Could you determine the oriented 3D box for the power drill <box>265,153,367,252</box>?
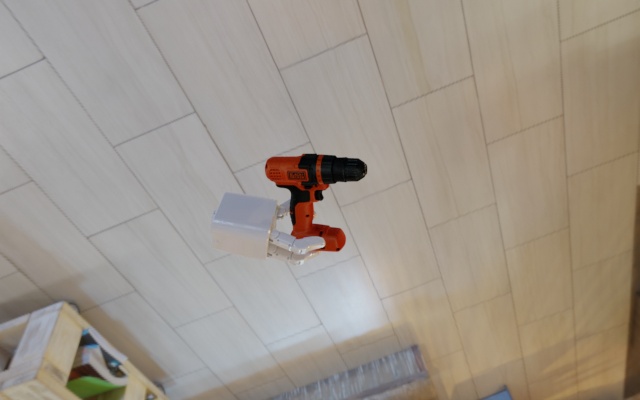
[{"bbox_3d":[0.000,0.003,0.868,0.184,0.188,0.057,3,31,19],"label":"power drill"}]
